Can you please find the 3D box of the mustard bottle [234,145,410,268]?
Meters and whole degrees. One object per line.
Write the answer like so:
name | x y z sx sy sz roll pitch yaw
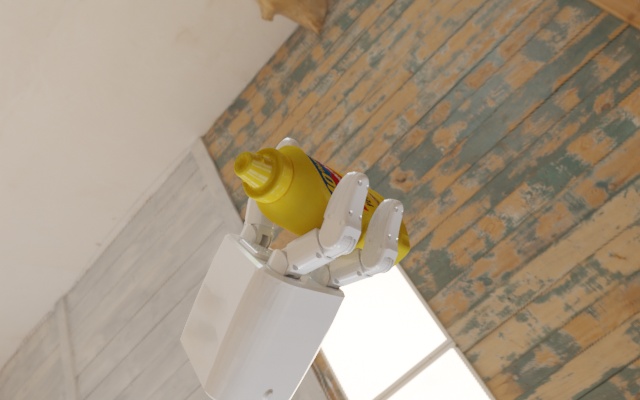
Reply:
mustard bottle | 0.000 0.001 0.408 0.192 0.058 0.096 26 25 -49
